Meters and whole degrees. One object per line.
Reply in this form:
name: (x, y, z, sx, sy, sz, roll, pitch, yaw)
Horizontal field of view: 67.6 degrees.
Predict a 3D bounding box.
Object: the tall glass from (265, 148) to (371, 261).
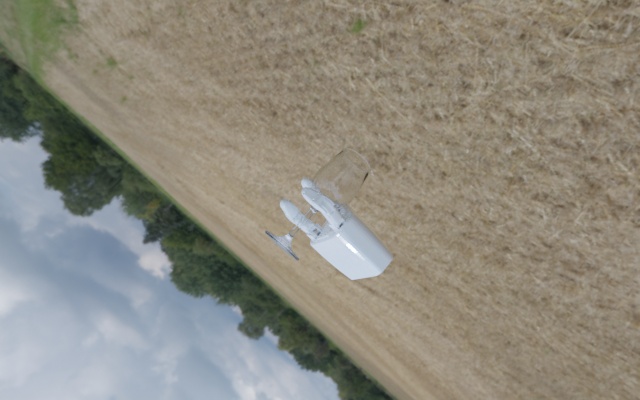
tall glass: (0.000, 0.003, 0.811, 0.079, 0.201, 0.079, 39, -12, 10)
